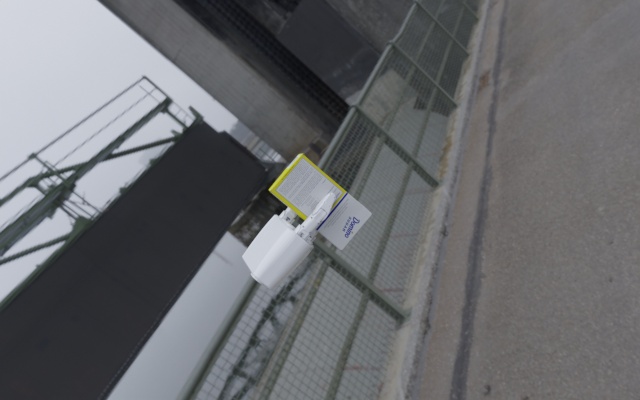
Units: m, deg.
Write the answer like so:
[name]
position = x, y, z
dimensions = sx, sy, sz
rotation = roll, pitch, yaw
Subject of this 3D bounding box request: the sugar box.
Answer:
[sugar box]
position = 0.000, 0.003, 0.894
dimensions = 0.176, 0.093, 0.048
rotation = 41, -3, -11
